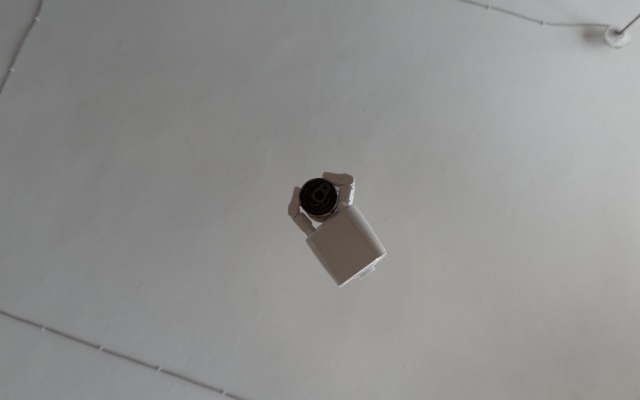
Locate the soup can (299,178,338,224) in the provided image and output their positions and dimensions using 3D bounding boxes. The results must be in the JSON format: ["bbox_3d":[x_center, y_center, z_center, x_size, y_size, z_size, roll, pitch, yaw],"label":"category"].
[{"bbox_3d":[0.000,0.003,0.874,0.068,0.068,0.102,0,-10,5],"label":"soup can"}]
